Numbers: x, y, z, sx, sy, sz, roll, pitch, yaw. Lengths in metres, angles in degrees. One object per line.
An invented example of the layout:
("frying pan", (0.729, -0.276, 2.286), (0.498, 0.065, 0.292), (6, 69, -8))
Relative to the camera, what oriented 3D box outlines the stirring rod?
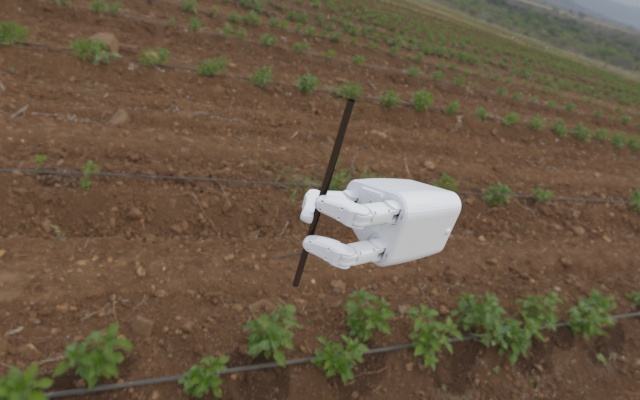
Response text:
("stirring rod", (0.000, 0.002, 0.536), (0.011, 0.240, 0.011), (13, 27, -7))
